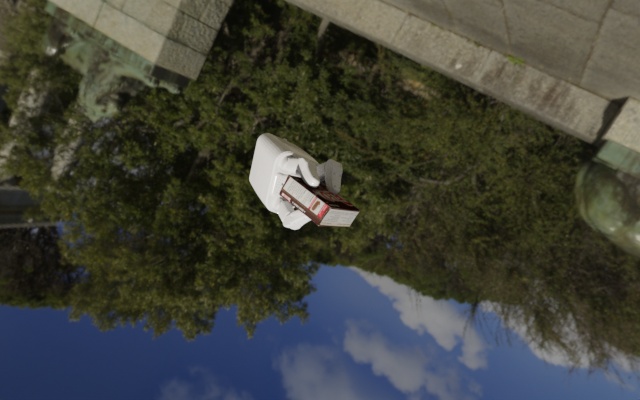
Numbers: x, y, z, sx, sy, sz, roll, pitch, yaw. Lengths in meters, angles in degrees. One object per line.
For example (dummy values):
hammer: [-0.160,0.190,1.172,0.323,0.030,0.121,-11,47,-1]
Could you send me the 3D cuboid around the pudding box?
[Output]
pudding box: [0.000,0.003,0.752,0.090,0.039,0.113,36,15,24]
